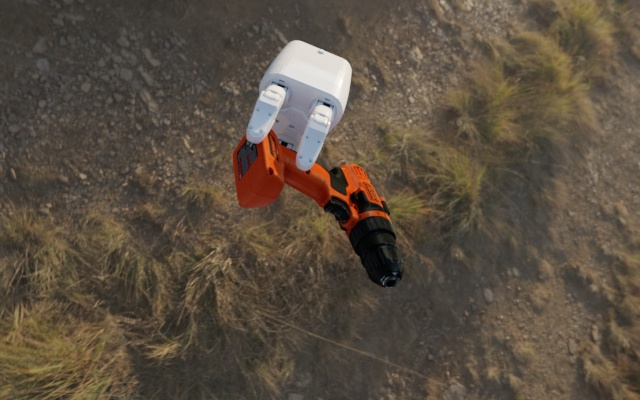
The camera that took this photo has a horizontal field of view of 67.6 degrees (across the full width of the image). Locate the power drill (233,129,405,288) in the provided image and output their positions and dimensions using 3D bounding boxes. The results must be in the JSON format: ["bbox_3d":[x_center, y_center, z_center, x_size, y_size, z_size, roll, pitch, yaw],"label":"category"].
[{"bbox_3d":[0.000,0.001,0.517,0.188,0.057,0.184,26,27,-33],"label":"power drill"}]
